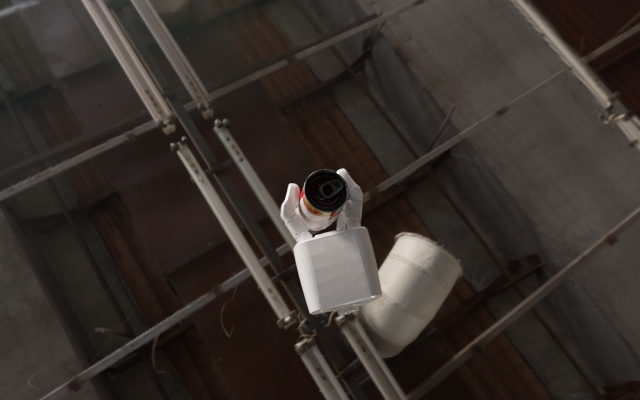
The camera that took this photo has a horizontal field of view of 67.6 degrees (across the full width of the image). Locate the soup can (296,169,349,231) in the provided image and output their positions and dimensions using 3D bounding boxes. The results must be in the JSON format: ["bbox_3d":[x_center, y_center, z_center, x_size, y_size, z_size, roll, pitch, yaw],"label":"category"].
[{"bbox_3d":[0.000,0.002,0.749,0.068,0.068,0.102,0,-20,-11],"label":"soup can"}]
